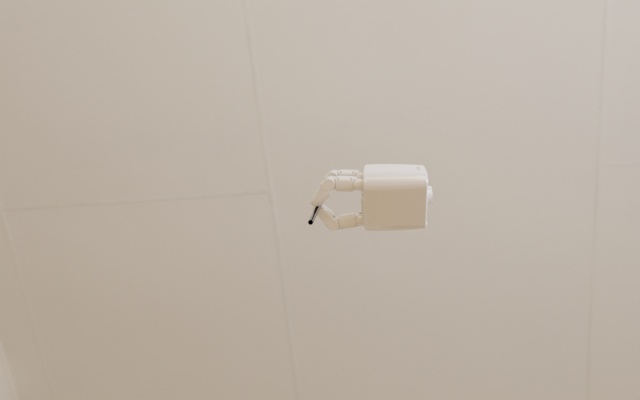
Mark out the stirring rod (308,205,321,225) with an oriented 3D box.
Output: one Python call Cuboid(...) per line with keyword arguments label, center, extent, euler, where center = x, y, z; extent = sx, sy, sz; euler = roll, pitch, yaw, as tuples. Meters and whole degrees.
Cuboid(label="stirring rod", center=(0.000, 0.003, 0.848), extent=(0.011, 0.011, 0.239), euler=(0, 15, 8))
